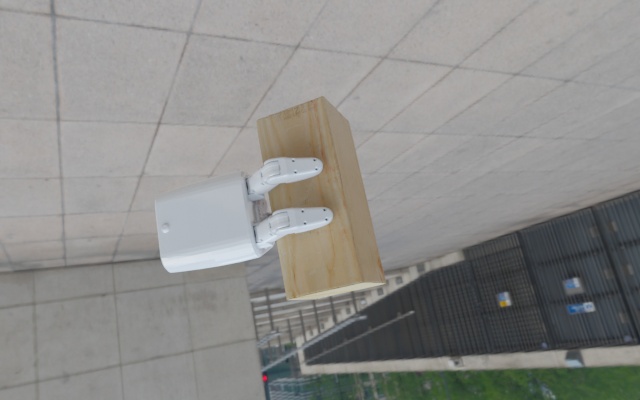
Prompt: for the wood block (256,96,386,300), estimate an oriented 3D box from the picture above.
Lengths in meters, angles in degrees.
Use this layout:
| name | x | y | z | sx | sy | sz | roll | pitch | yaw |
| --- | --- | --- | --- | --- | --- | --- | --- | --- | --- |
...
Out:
| name | x | y | z | sx | sy | sz | roll | pitch | yaw |
| --- | --- | --- | --- | --- | --- | --- | --- | --- | --- |
| wood block | 0.000 | 0.002 | 0.547 | 0.090 | 0.206 | 0.091 | -16 | -16 | 18 |
